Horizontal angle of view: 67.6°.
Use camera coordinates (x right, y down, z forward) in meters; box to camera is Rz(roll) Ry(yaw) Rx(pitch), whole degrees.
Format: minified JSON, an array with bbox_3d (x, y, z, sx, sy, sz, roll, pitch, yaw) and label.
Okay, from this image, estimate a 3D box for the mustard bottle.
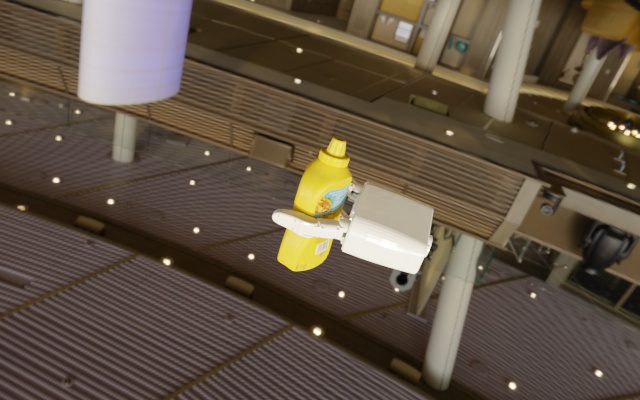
[{"bbox_3d":[0.000,0.002,0.668,0.058,0.192,0.096,31,29,26],"label":"mustard bottle"}]
